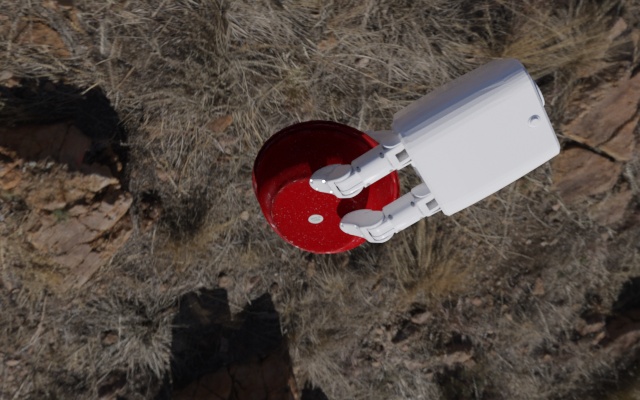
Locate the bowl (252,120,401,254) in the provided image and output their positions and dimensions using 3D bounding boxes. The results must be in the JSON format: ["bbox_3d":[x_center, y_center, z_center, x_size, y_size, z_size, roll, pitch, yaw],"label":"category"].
[{"bbox_3d":[-0.001,0.003,0.495,0.162,0.162,0.055,0,35,12],"label":"bowl"}]
